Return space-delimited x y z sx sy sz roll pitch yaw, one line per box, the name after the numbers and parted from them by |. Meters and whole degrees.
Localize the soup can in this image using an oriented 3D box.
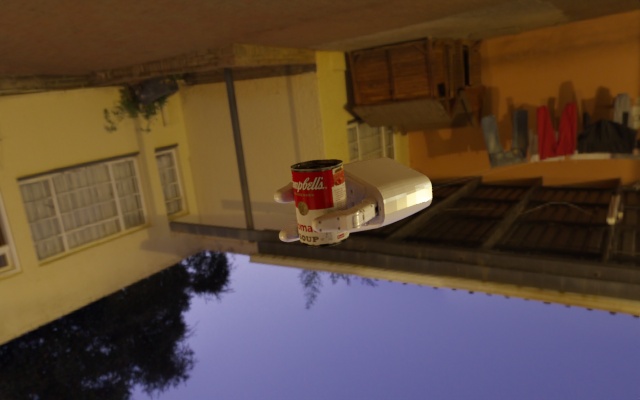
0.000 0.002 0.622 0.068 0.102 0.068 -6 14 1 | soup can
